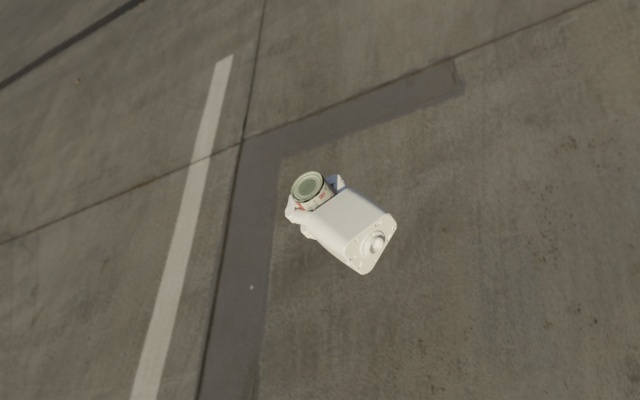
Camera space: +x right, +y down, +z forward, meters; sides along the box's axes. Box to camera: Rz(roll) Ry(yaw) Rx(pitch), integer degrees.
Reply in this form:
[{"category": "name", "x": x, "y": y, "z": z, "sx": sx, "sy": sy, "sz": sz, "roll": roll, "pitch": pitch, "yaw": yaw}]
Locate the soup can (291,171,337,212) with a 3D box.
[{"category": "soup can", "x": 0.000, "y": 0.002, "z": 0.864, "sx": 0.068, "sy": 0.068, "sz": 0.102, "roll": 0, "pitch": -33, "yaw": 36}]
